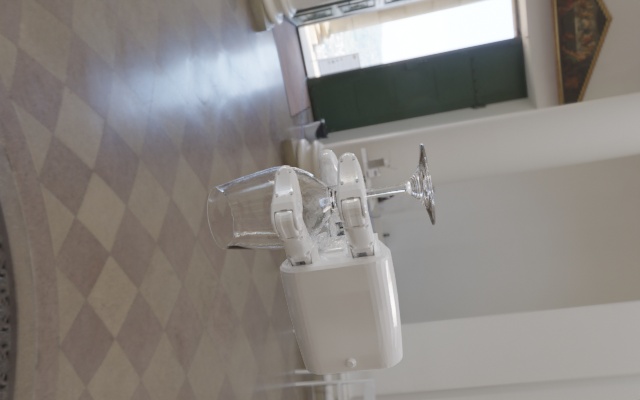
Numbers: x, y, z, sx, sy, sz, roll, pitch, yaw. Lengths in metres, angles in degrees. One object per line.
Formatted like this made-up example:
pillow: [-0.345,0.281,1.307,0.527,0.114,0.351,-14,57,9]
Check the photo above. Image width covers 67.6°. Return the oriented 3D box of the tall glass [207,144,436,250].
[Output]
tall glass: [0.001,0.001,0.445,0.201,0.079,0.079,-9,-2,9]
